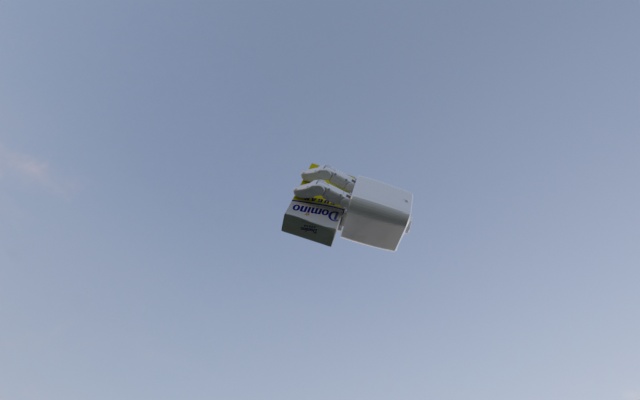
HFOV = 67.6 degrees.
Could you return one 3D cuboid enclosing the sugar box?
[{"bbox_3d":[0.000,0.002,0.864,0.093,0.048,0.176,17,34,4],"label":"sugar box"}]
